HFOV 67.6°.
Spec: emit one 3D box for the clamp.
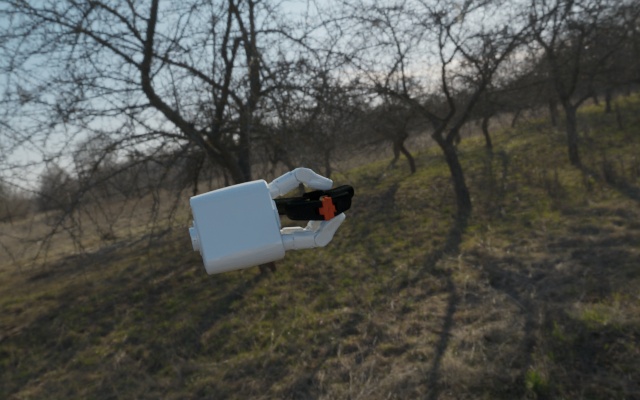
[{"bbox_3d":[0.000,0.002,0.705,0.164,0.036,0.210,-13,6,-16],"label":"clamp"}]
